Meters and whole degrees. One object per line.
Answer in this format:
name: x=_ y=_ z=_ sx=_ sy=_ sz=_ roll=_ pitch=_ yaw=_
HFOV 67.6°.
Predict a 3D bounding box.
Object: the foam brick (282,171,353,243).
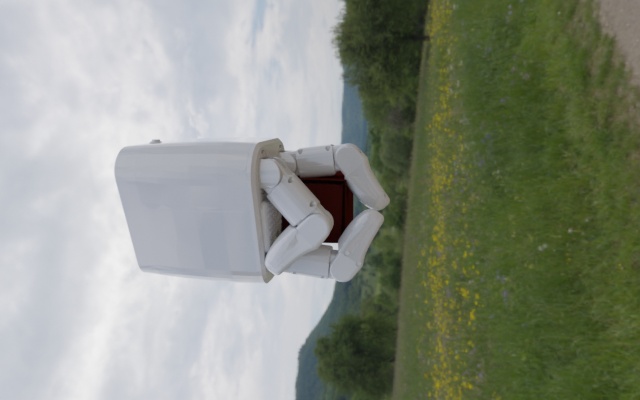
foam brick: x=0.000 y=0.001 z=0.412 sx=0.051 sy=0.053 sz=0.078 roll=1 pitch=11 yaw=8
